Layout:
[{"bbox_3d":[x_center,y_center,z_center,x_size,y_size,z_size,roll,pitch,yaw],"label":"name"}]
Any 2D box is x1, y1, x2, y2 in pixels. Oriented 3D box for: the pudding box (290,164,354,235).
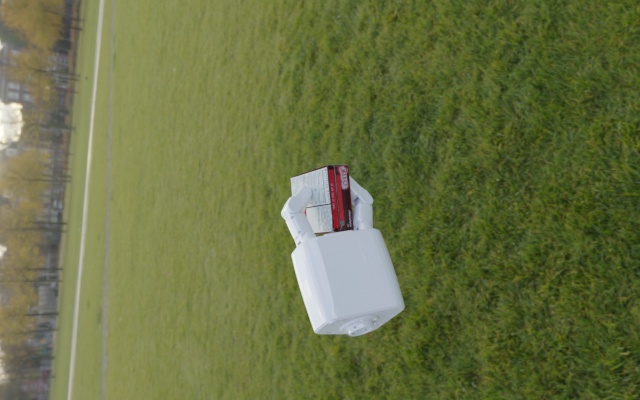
[{"bbox_3d":[0.000,0.002,0.666,0.039,0.090,0.113,-1,-5,-32],"label":"pudding box"}]
